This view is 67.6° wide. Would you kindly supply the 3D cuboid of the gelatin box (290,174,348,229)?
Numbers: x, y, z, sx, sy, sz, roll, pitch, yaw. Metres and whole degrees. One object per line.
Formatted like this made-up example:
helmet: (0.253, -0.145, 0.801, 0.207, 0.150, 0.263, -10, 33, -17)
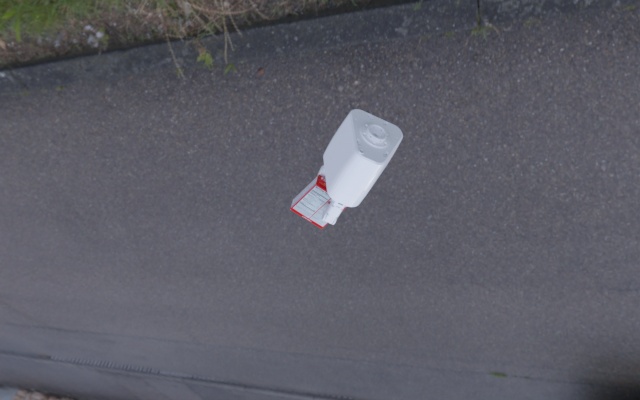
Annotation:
gelatin box: (0.000, 0.003, 0.859, 0.073, 0.030, 0.089, 32, -49, -18)
